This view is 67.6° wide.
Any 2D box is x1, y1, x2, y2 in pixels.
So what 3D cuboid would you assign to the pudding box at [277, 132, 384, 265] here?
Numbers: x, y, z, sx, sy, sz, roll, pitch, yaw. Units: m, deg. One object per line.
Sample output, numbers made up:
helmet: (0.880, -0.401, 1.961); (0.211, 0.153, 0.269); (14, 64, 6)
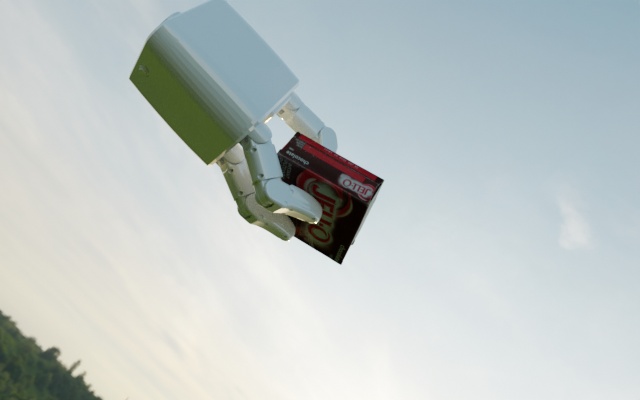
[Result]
pudding box: (0.000, 0.001, 0.445); (0.090, 0.039, 0.114); (31, -32, 10)
